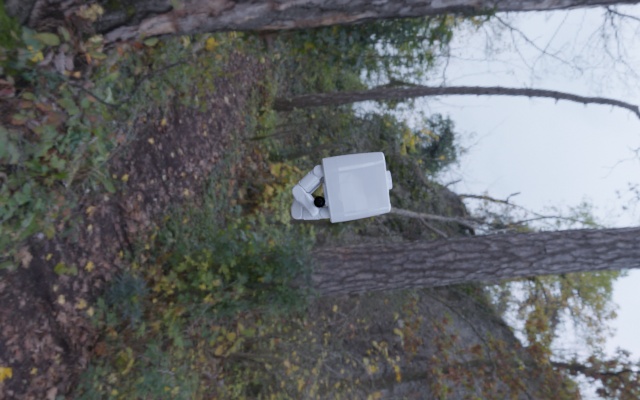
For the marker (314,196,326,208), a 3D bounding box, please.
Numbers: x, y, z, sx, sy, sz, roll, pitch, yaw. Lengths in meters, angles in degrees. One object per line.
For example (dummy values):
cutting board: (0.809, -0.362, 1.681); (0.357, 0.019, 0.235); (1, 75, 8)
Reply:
marker: (0.000, 0.003, 0.800); (0.020, 0.020, 0.121); (0, -1, 2)
